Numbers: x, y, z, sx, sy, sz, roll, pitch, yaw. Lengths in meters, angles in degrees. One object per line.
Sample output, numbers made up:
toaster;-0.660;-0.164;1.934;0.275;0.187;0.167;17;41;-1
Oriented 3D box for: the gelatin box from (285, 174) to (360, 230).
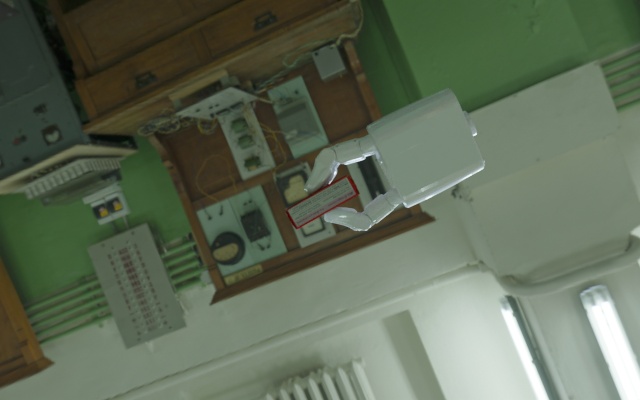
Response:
gelatin box;0.000;0.003;0.593;0.089;0.030;0.073;-30;1;-4
